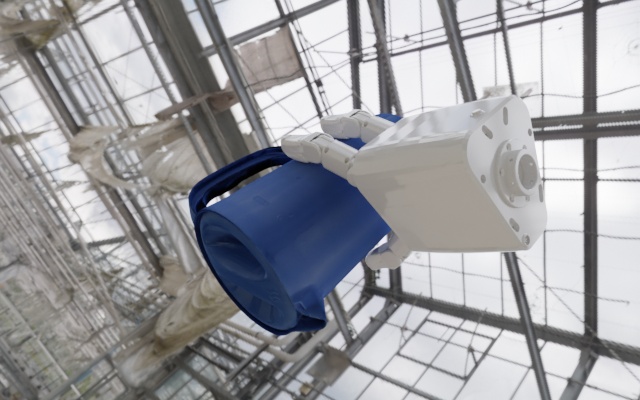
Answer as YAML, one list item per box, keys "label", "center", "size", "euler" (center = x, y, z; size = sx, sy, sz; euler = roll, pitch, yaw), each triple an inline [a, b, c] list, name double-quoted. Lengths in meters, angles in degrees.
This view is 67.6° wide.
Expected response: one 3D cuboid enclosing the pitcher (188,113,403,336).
- label: "pitcher"
  center: [0.000, 0.002, 0.481]
  size: [0.242, 0.149, 0.145]
  euler: [-37, 17, -33]
